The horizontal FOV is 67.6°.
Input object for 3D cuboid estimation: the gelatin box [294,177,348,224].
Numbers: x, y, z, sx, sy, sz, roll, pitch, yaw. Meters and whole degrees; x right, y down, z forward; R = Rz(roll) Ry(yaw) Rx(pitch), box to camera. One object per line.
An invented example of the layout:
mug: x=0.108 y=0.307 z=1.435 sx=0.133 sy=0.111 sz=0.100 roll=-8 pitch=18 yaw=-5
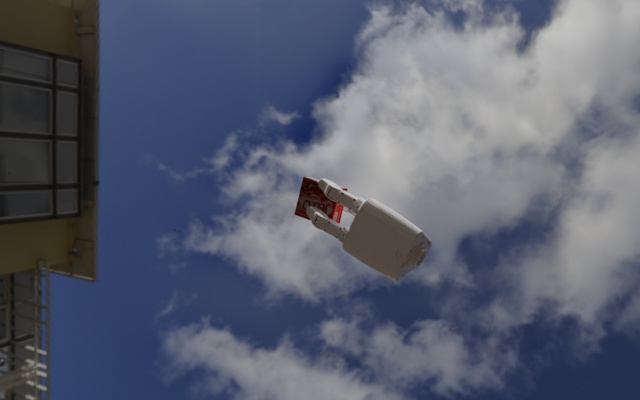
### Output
gelatin box: x=0.000 y=0.003 z=0.857 sx=0.089 sy=0.073 sz=0.030 roll=19 pitch=9 yaw=37
